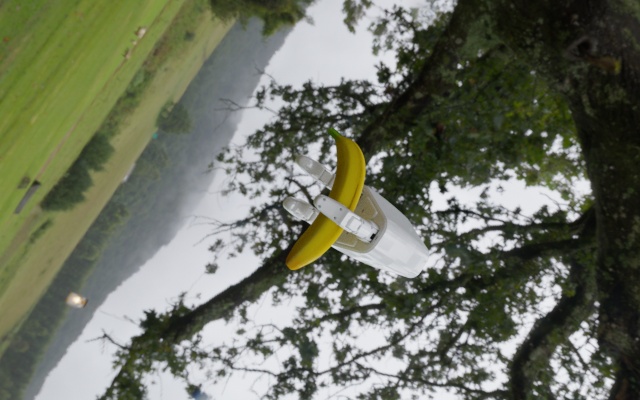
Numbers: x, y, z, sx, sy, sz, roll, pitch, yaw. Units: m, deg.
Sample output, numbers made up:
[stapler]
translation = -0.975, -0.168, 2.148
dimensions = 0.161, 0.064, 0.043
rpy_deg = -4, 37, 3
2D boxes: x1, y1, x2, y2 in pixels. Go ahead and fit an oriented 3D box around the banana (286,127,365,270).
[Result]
[banana]
translation = 0.015, 0.001, 0.613
dimensions = 0.069, 0.197, 0.037
rpy_deg = 8, -17, 39
